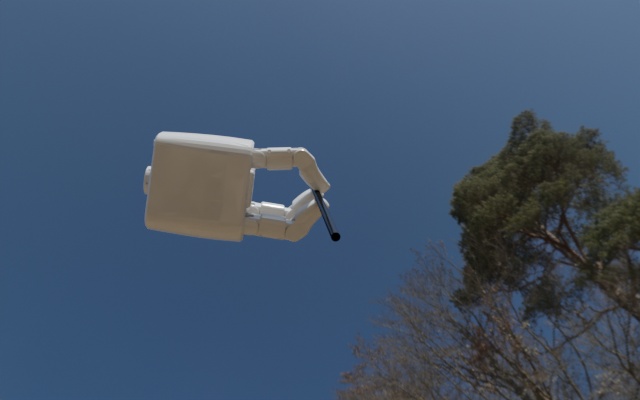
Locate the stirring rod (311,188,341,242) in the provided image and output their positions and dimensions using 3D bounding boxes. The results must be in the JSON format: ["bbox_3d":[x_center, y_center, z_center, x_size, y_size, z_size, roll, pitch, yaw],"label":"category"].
[{"bbox_3d":[0.000,0.002,0.513,0.011,0.011,0.239,0,14,-6],"label":"stirring rod"}]
